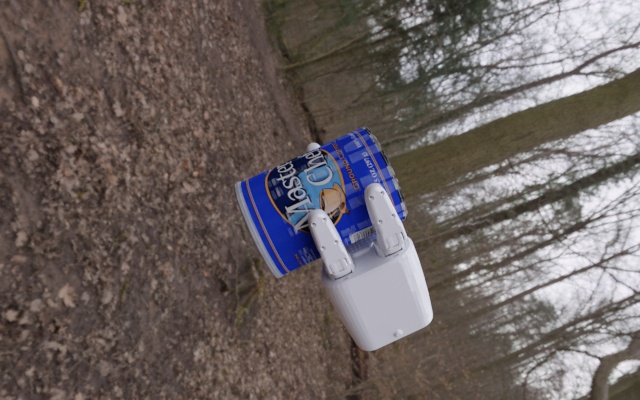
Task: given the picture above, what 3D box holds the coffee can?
[{"bbox_3d":[0.000,0.001,0.474,0.140,0.103,0.103,-24,0,-1],"label":"coffee can"}]
